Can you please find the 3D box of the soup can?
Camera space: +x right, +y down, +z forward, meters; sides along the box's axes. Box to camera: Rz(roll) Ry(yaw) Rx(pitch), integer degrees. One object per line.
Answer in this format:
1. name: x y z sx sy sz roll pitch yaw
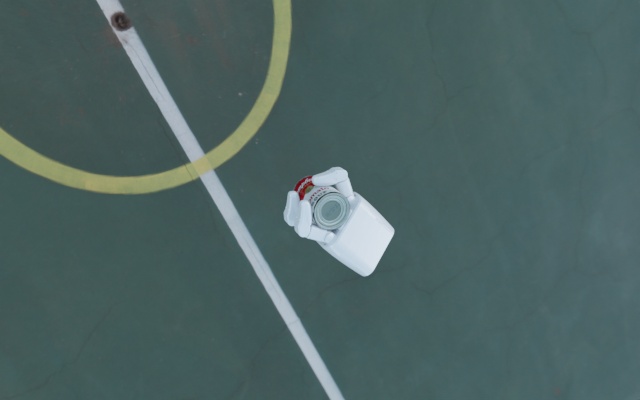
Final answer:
1. soup can: 0.000 0.002 0.823 0.068 0.068 0.102 0 18 -23
